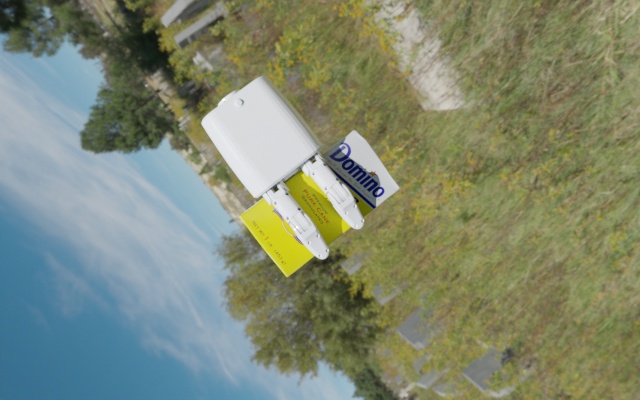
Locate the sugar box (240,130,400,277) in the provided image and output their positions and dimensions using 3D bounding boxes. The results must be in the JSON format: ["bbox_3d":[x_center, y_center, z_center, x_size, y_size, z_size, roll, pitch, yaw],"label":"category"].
[{"bbox_3d":[0.000,0.002,0.580,0.176,0.093,0.048,-38,5,-7],"label":"sugar box"}]
